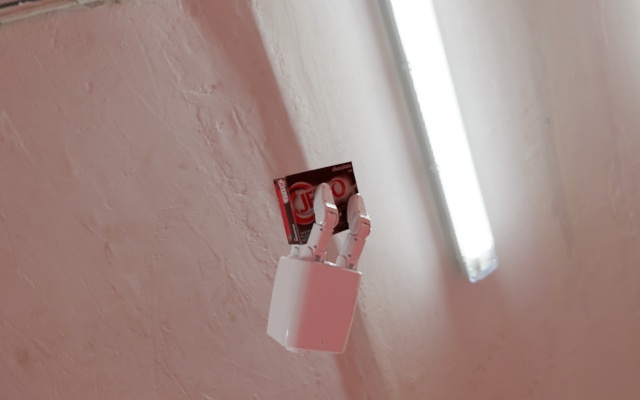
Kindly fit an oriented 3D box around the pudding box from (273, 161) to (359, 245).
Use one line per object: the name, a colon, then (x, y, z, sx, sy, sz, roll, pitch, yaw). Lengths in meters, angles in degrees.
pudding box: (0.000, 0.002, 0.637, 0.113, 0.090, 0.039, -16, 5, -36)
